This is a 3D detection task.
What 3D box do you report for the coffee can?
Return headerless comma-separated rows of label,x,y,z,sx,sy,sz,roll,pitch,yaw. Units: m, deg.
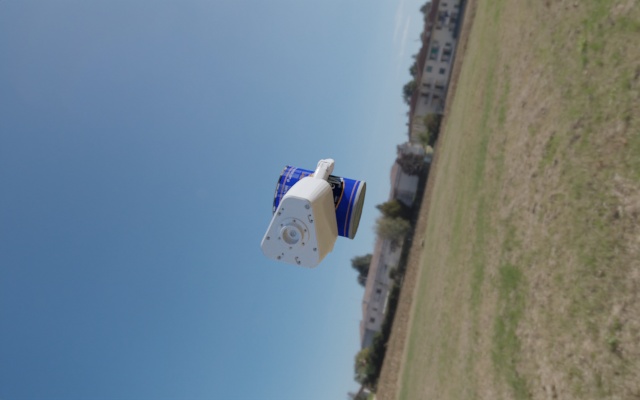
coffee can,0.000,0.003,0.831,0.140,0.103,0.103,12,2,10
